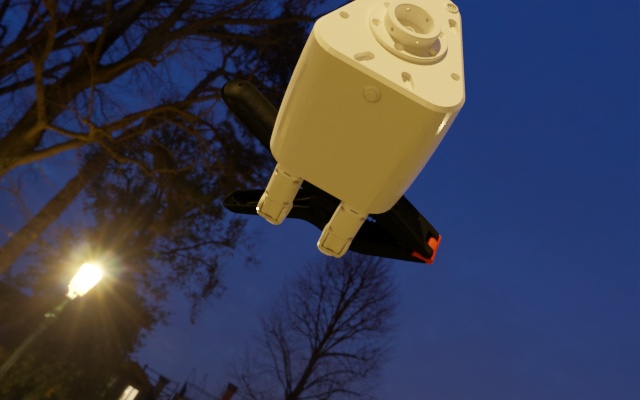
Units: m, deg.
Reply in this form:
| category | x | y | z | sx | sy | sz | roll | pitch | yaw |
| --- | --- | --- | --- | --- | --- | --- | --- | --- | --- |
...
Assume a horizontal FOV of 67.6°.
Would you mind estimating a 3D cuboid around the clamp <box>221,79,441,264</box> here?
| category | x | y | z | sx | sy | sz | roll | pitch | yaw |
| --- | --- | --- | --- | --- | --- | --- | --- | --- | --- |
| clamp | 0.001 | 0.001 | 0.417 | 0.210 | 0.036 | 0.165 | 29 | -33 | 1 |
